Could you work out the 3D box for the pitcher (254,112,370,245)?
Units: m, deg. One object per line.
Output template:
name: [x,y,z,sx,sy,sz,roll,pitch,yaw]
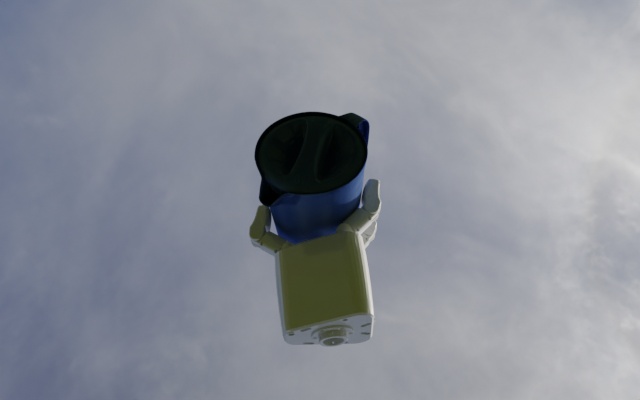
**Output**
pitcher: [0.000,0.002,0.656,0.149,0.145,0.243,-6,-36,-2]
